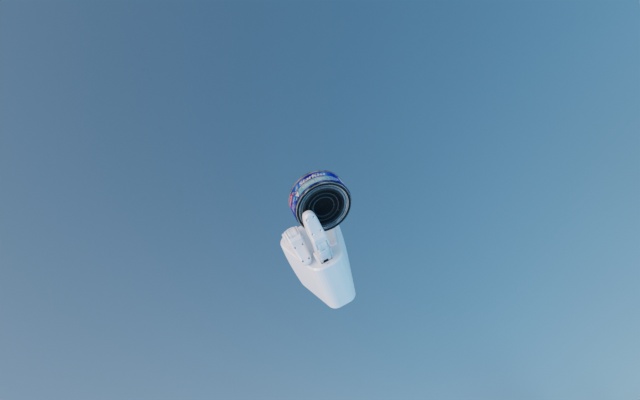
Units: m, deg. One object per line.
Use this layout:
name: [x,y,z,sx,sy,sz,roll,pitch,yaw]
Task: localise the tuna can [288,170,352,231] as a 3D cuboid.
tuna can: [0.000,0.002,0.677,0.086,0.086,0.033,0,30,-22]
